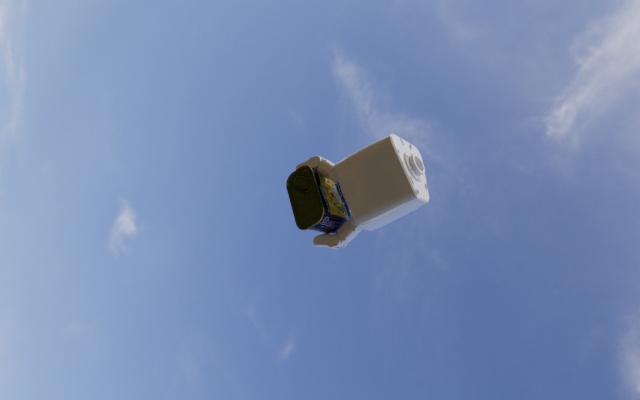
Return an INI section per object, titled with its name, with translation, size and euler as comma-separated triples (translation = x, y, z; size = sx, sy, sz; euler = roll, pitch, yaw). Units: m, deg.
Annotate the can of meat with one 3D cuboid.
[can of meat]
translation = 0.000, 0.003, 0.772
size = 0.057, 0.102, 0.084
euler = -33, -30, 30
